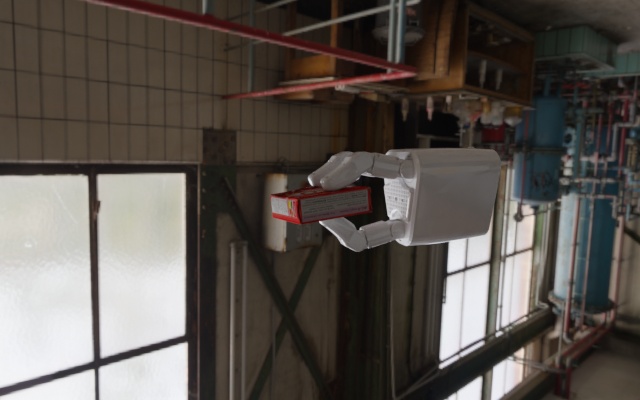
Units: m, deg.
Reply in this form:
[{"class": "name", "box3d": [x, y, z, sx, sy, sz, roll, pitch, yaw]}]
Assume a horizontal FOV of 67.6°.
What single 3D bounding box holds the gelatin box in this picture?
[{"class": "gelatin box", "box3d": [0.000, 0.002, 0.520, 0.089, 0.030, 0.073, -10, 9, -27]}]
